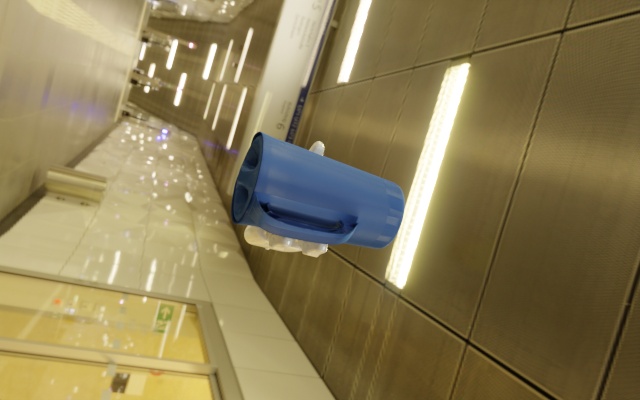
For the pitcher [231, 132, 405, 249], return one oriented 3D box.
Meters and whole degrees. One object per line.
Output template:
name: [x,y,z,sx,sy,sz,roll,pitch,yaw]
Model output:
pitcher: [0.000,0.002,0.700,0.243,0.149,0.145,15,-17,-21]
